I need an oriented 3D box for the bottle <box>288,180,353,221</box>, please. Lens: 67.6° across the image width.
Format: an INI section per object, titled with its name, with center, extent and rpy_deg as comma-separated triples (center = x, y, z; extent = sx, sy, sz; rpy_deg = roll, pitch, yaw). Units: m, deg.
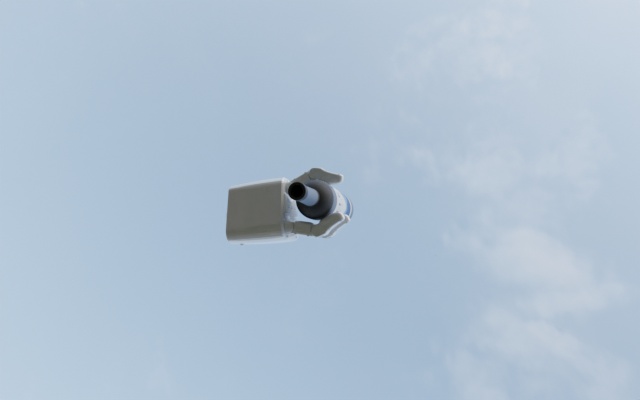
[bottle]
center = 0.000, 0.003, 0.828
extent = 0.069, 0.069, 0.296
rpy_deg = 0, -6, 14
